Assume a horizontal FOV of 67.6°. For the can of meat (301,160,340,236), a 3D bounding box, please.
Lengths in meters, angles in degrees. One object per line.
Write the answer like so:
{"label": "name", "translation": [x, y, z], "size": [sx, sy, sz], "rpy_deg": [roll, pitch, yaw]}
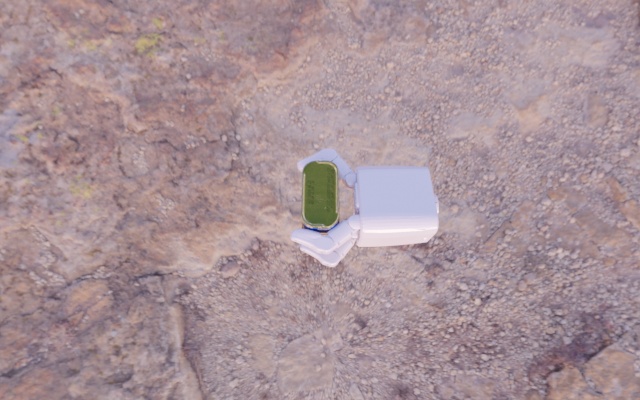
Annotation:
{"label": "can of meat", "translation": [0.000, 0.002, 0.684], "size": [0.057, 0.102, 0.084], "rpy_deg": [0, -17, 0]}
